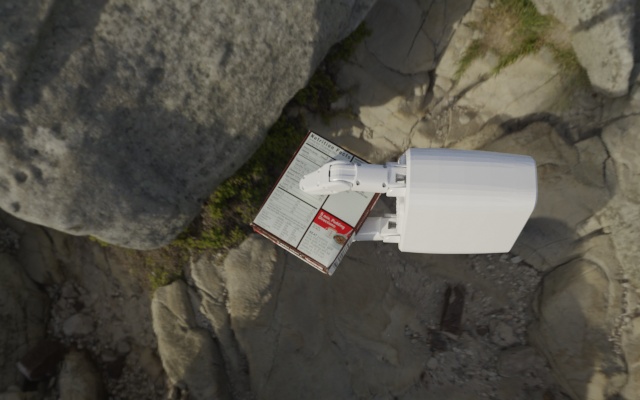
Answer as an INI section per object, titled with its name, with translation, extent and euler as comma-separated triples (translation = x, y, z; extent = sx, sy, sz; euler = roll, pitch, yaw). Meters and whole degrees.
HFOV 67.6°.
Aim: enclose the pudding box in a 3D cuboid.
[pudding box]
translation = 0.000, 0.001, 0.461
extent = 0.090, 0.113, 0.039
euler = 30, -11, 11
